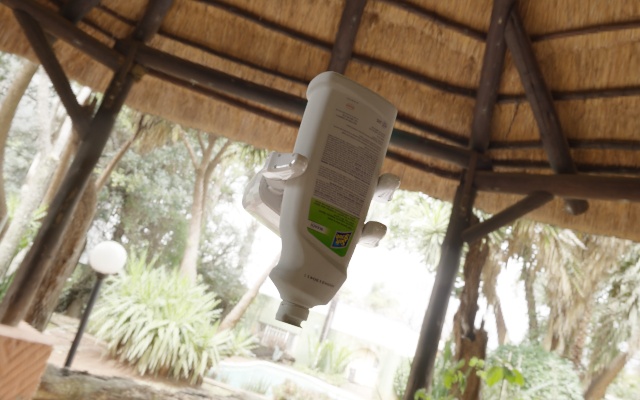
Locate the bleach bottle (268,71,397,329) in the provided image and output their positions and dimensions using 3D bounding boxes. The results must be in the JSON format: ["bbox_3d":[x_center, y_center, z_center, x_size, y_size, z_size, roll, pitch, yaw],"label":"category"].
[{"bbox_3d":[0.000,0.002,0.491,0.102,0.250,0.068,23,-16,-19],"label":"bleach bottle"}]
